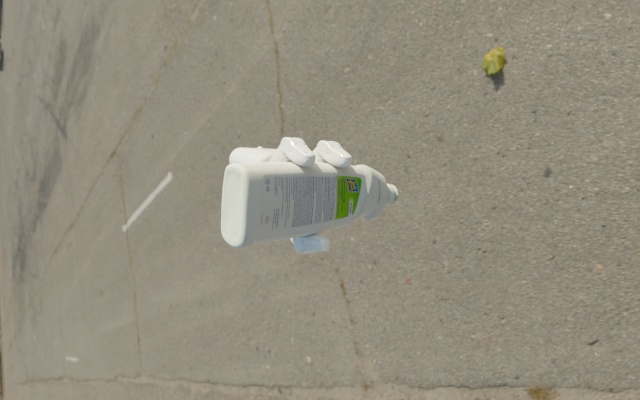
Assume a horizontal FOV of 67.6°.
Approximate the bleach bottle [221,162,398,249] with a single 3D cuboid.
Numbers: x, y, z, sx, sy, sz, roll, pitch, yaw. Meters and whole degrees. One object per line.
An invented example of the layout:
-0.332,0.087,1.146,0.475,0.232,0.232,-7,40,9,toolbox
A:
0.000,0.002,0.624,0.251,0.102,0.068,-1,11,-35,bleach bottle
